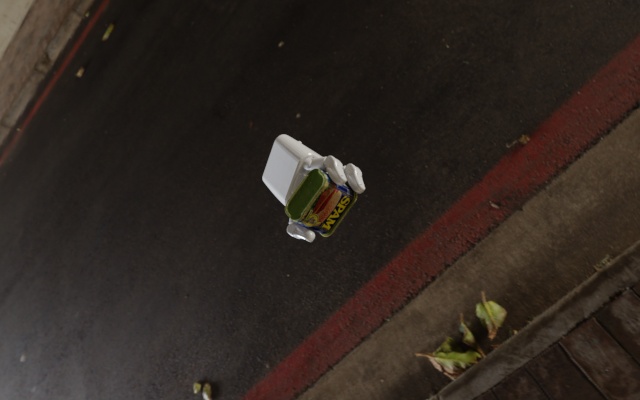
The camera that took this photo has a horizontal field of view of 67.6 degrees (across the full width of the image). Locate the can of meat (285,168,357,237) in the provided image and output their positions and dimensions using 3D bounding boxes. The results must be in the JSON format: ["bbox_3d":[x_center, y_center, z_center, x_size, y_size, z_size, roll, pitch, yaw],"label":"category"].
[{"bbox_3d":[0.000,0.003,0.826,0.084,0.102,0.057,27,13,-43],"label":"can of meat"}]
